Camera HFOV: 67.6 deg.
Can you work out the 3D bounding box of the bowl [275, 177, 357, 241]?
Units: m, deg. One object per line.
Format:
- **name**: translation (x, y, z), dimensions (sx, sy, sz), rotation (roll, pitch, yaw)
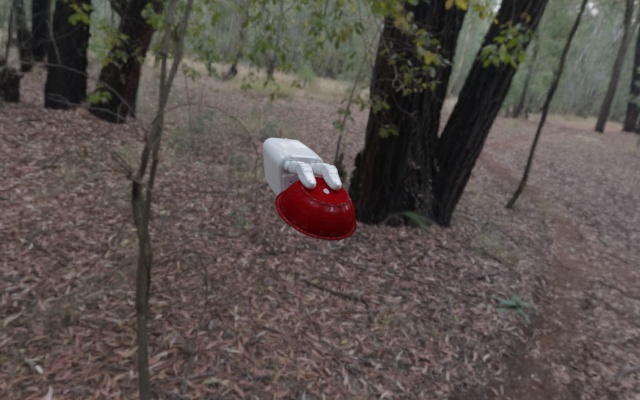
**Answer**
- **bowl**: translation (0.001, 0.003, 0.887), dimensions (0.162, 0.055, 0.162), rotation (16, 31, -10)
